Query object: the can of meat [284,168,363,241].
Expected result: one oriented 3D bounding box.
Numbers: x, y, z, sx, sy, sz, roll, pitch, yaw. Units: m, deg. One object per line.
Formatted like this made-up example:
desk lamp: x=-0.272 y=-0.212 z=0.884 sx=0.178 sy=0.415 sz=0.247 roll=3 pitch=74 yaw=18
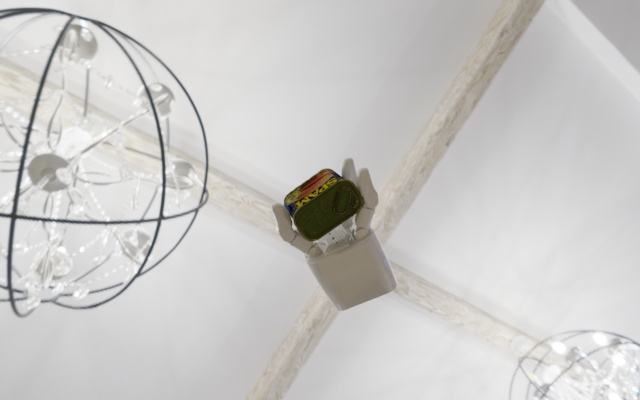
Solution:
can of meat: x=0.000 y=0.002 z=0.704 sx=0.102 sy=0.057 sz=0.084 roll=-35 pitch=24 yaw=-4
